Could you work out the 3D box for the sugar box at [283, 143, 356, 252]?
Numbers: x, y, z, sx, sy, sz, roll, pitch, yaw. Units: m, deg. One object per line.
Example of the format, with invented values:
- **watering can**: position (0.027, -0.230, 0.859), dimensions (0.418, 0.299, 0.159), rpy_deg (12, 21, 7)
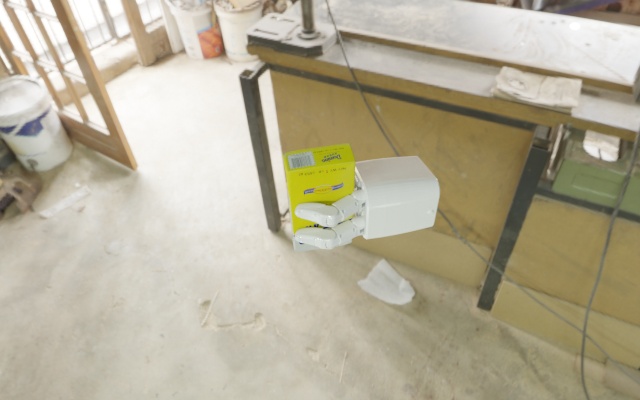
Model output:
- **sugar box**: position (0.000, 0.003, 0.688), dimensions (0.093, 0.176, 0.048), rpy_deg (-9, 46, -5)
